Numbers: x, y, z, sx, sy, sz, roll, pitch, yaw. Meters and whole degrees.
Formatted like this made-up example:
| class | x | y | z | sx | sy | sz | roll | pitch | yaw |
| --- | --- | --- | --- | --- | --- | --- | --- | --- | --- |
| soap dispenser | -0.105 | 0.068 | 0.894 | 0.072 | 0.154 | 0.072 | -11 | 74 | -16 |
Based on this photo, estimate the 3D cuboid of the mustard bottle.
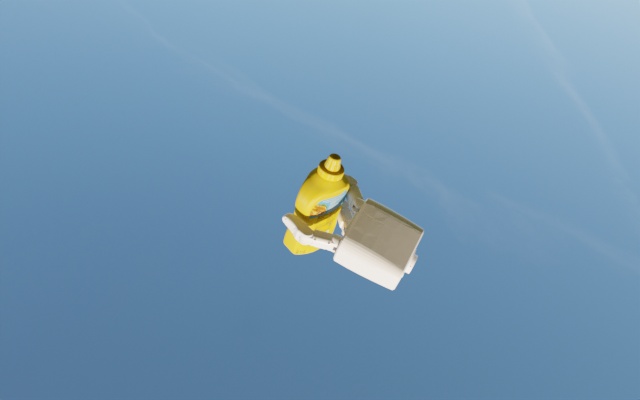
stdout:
| class | x | y | z | sx | sy | sz | roll | pitch | yaw |
| --- | --- | --- | --- | --- | --- | --- | --- | --- | --- |
| mustard bottle | 0.000 | 0.003 | 0.781 | 0.096 | 0.192 | 0.058 | -22 | 56 | -36 |
